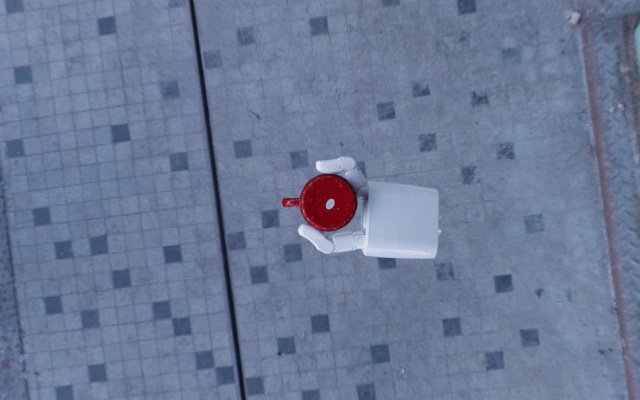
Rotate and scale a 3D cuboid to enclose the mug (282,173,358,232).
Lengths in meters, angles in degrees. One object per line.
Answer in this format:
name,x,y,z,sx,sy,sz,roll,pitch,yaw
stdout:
mug,-0.001,0.002,0.719,0.117,0.093,0.081,3,0,1
